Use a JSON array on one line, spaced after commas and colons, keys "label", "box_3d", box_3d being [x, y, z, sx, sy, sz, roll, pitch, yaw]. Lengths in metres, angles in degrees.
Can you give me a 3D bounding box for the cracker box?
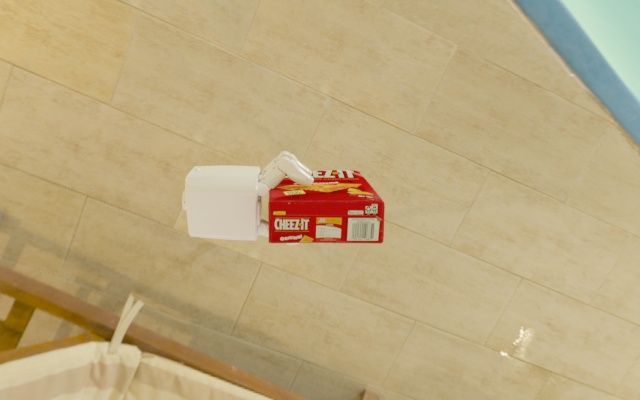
[{"label": "cracker box", "box_3d": [0.000, 0.003, 0.758, 0.164, 0.072, 0.213, 0, 15, -5]}]
